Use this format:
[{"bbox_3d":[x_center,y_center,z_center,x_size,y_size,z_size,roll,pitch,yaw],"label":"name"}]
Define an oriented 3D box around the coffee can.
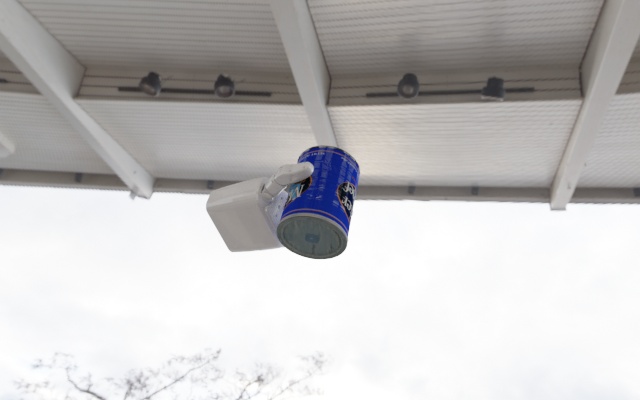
[{"bbox_3d":[0.000,0.002,0.714,0.103,0.140,0.103,8,-40,7],"label":"coffee can"}]
